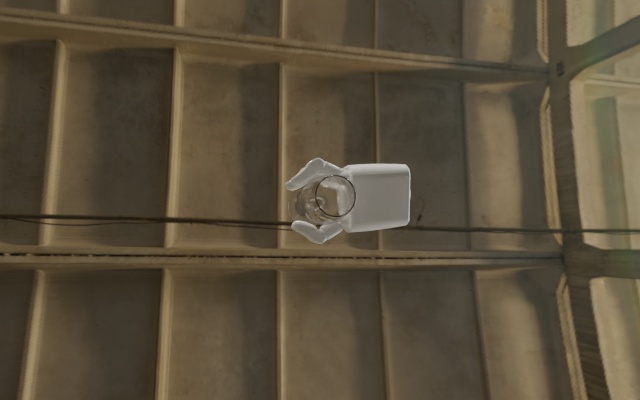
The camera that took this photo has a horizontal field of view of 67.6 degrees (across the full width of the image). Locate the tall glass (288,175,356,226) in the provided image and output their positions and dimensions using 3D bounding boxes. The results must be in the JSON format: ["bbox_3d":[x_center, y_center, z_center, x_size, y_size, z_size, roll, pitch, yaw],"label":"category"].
[{"bbox_3d":[0.000,0.003,0.784,0.079,0.079,0.201,0,-5,-13],"label":"tall glass"}]
